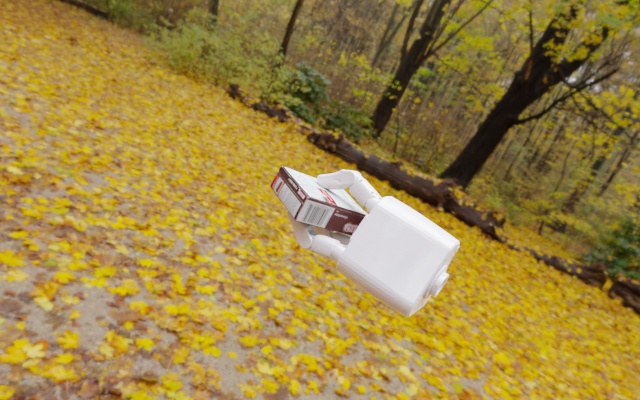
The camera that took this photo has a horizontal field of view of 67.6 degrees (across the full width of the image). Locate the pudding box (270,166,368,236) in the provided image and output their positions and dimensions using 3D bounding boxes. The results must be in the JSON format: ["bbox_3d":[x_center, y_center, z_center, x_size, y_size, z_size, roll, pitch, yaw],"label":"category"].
[{"bbox_3d":[0.000,0.002,0.643,0.113,0.039,0.090,19,18,-37],"label":"pudding box"}]
